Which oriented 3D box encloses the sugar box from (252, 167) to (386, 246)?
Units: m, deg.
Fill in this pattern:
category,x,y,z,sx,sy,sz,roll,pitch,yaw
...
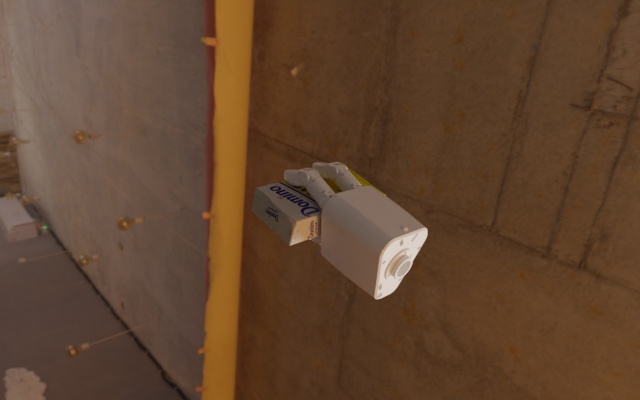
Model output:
category,x,y,z,sx,sy,sz,roll,pitch,yaw
sugar box,0.000,0.002,0.687,0.176,0.048,0.093,-14,40,-41
